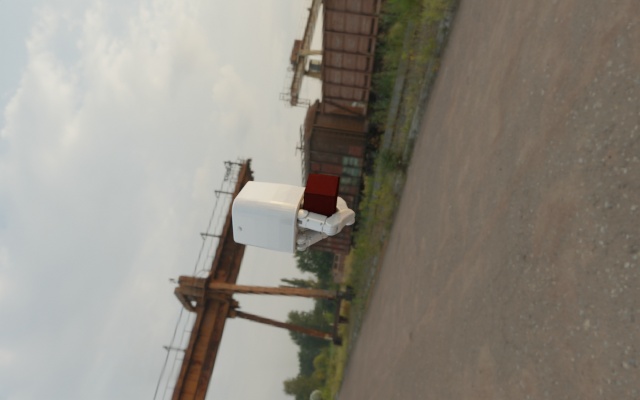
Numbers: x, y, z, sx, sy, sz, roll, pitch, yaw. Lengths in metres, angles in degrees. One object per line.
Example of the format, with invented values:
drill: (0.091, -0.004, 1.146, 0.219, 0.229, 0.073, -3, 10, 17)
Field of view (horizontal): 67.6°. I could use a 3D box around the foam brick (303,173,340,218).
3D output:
foam brick: (0.000, 0.002, 0.780, 0.051, 0.078, 0.053, 10, 41, 5)
